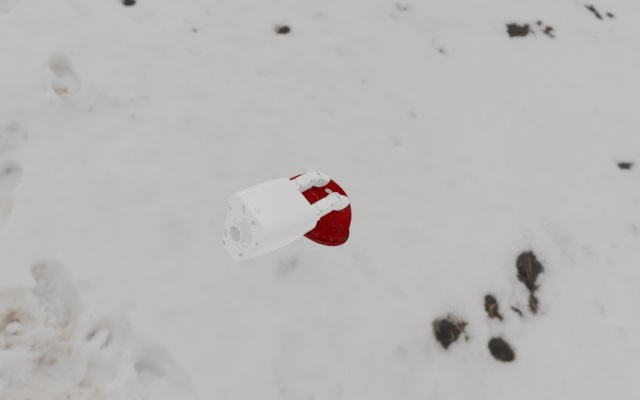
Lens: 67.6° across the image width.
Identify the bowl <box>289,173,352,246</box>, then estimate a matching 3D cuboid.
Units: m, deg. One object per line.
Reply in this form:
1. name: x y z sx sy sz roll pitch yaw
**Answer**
1. bowl: 0.001 0.002 0.848 0.162 0.162 0.055 0 -43 -49
